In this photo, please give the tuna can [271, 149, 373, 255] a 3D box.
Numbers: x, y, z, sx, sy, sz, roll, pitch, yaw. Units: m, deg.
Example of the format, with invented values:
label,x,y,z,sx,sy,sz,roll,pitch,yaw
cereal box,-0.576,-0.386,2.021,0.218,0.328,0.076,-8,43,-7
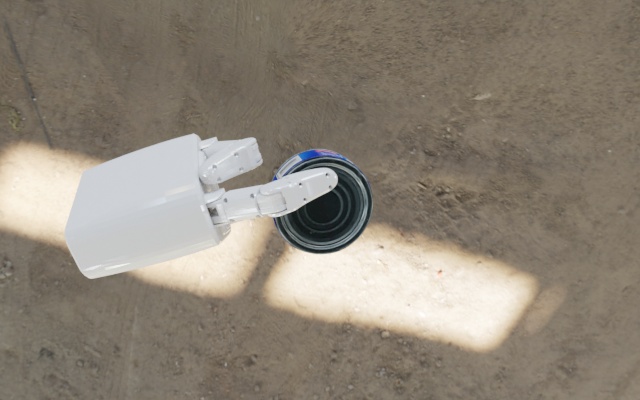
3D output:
label,x,y,z,sx,sy,sz,roll,pitch,yaw
tuna can,0.000,0.001,0.401,0.086,0.086,0.033,0,15,-11
